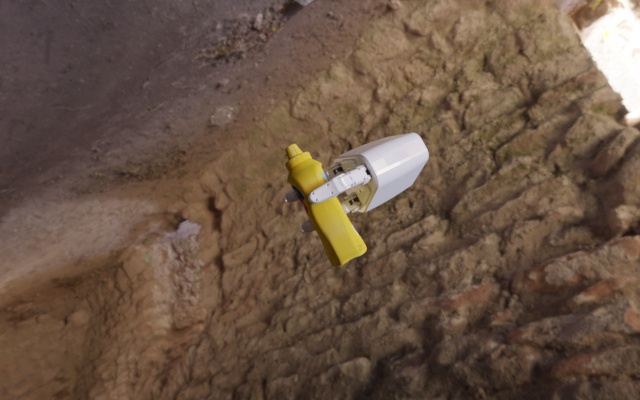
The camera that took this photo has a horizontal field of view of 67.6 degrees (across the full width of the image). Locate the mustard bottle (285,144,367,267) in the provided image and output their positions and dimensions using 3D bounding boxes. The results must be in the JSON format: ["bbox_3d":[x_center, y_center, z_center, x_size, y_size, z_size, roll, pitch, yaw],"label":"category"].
[{"bbox_3d":[0.000,0.003,0.711,0.058,0.191,0.096,-28,-4,2],"label":"mustard bottle"}]
